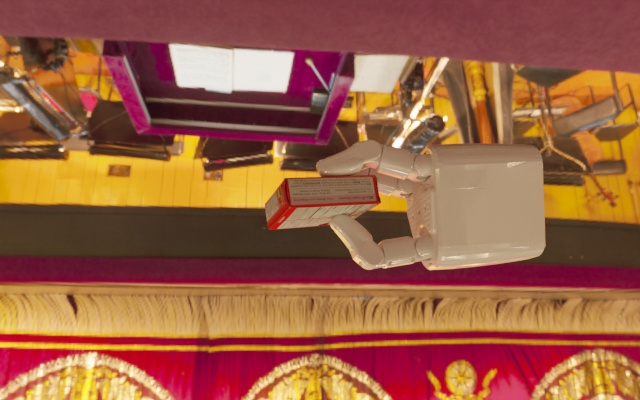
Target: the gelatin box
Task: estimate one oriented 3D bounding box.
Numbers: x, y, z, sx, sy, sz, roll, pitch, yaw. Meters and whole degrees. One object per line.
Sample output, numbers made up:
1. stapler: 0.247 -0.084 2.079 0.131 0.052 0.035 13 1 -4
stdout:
1. gelatin box: 0.000 0.002 0.442 0.089 0.030 0.073 -4 -16 -21
